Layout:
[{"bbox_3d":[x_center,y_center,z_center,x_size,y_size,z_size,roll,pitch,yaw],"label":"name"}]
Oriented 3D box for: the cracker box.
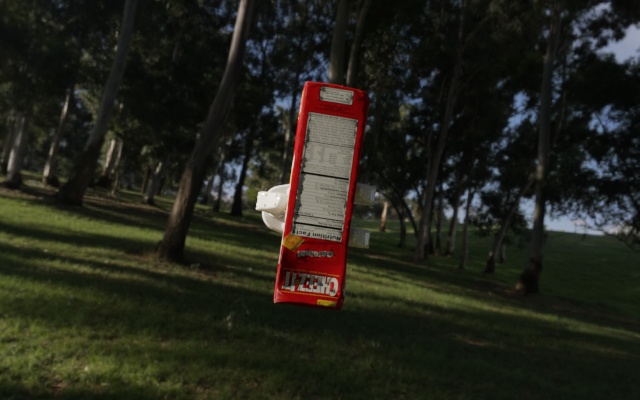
[{"bbox_3d":[0.000,0.002,0.524,0.072,0.213,0.164,8,-6,-2],"label":"cracker box"}]
